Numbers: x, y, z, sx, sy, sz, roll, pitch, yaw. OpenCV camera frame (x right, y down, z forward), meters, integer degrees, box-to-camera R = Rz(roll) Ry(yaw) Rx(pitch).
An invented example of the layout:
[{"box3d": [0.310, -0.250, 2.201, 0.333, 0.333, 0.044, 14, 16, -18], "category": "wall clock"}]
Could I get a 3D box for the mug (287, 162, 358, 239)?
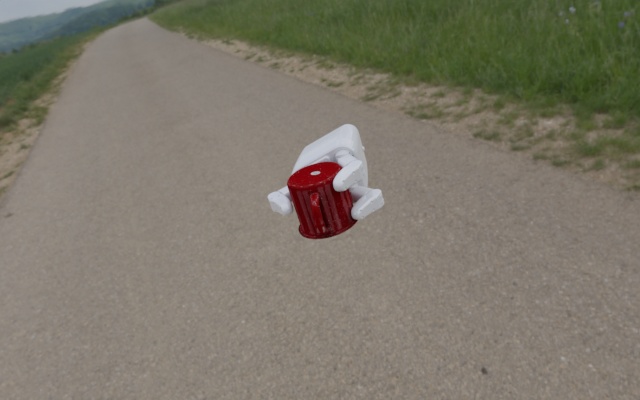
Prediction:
[{"box3d": [0.000, 0.003, 0.671, 0.093, 0.081, 0.117, -12, 25, 13], "category": "mug"}]
